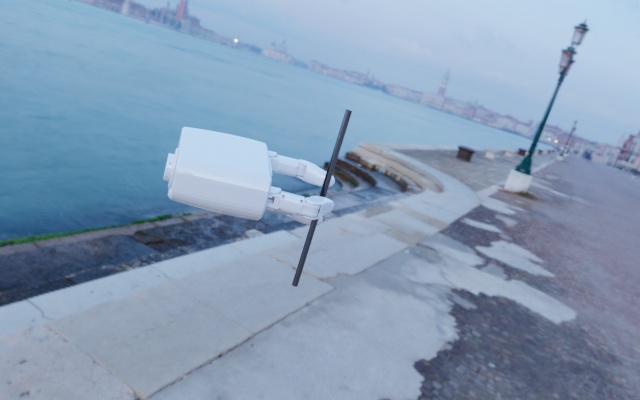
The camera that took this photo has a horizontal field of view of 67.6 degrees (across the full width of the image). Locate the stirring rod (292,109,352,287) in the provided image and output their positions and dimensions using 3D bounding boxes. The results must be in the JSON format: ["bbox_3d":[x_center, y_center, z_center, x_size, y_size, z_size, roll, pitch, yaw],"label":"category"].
[{"bbox_3d":[0.000,0.002,0.608,0.011,0.239,0.011,16,15,-4],"label":"stirring rod"}]
